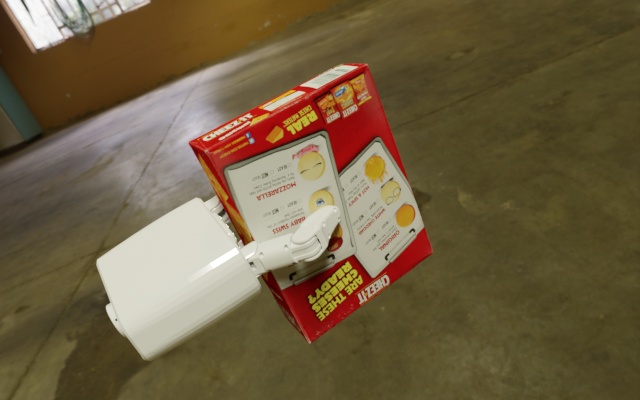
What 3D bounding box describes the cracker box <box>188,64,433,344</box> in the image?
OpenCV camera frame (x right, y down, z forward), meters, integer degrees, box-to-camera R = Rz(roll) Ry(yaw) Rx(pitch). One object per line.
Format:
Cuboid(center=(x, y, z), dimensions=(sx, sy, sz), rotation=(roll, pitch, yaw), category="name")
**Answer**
Cuboid(center=(0.000, 0.001, 0.461), dimensions=(0.164, 0.214, 0.072), rotation=(-32, 26, -17), category="cracker box")
